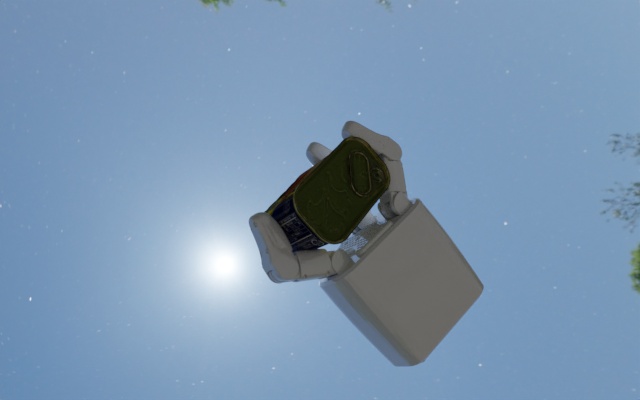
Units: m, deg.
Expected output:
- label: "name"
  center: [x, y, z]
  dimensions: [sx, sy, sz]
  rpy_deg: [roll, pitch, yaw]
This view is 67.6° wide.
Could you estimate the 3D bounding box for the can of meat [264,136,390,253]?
- label: "can of meat"
  center: [0.000, 0.001, 0.421]
  dimensions: [0.102, 0.057, 0.084]
  rpy_deg: [-48, 10, -35]
